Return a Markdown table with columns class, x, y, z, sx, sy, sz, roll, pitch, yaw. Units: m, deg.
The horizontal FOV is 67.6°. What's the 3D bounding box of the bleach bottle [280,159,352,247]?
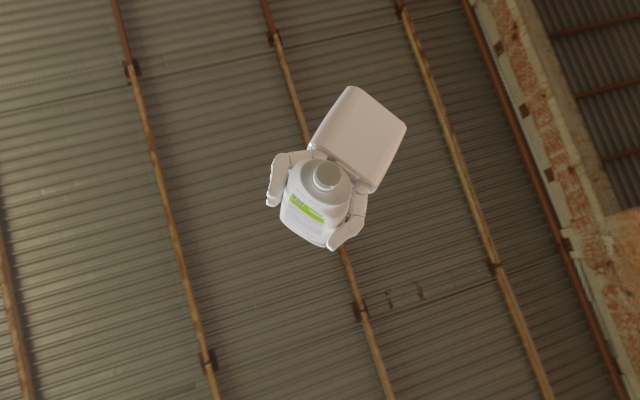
| class | x | y | z | sx | sy | sz | roll | pitch | yaw |
| --- | --- | --- | --- | --- | --- | --- | --- | --- | --- |
| bleach bottle | 0.000 | 0.002 | 0.642 | 0.102 | 0.068 | 0.251 | 31 | -15 | 0 |
